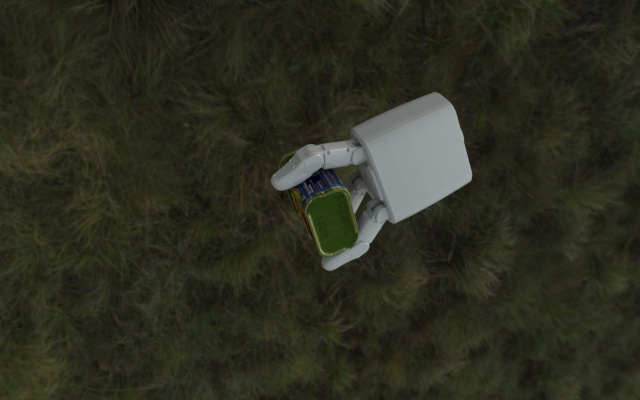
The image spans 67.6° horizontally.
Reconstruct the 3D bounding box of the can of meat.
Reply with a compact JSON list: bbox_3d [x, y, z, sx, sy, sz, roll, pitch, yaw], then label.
[{"bbox_3d":[0.000,0.002,0.542,0.057,0.102,0.084,-24,44,-7],"label":"can of meat"}]
